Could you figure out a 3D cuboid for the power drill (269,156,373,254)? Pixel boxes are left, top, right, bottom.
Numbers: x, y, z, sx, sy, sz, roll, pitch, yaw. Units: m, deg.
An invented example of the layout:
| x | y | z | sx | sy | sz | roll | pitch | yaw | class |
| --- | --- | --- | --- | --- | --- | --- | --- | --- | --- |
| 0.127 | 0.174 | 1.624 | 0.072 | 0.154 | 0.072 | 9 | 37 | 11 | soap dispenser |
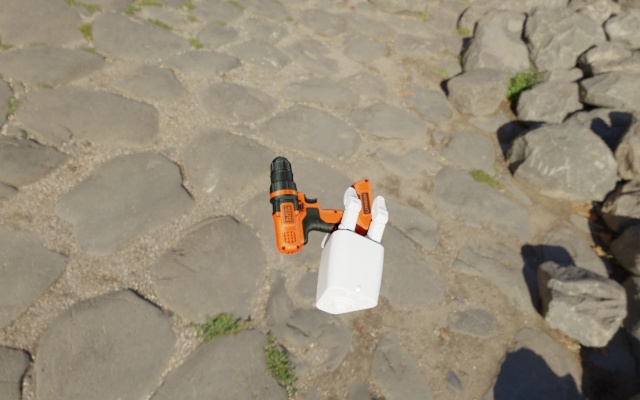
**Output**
| x | y | z | sx | sy | sz | roll | pitch | yaw | class |
| --- | --- | --- | --- | --- | --- | --- | --- | --- | --- |
| 0.001 | 0.003 | 0.883 | 0.187 | 0.184 | 0.057 | -4 | -16 | -11 | power drill |
